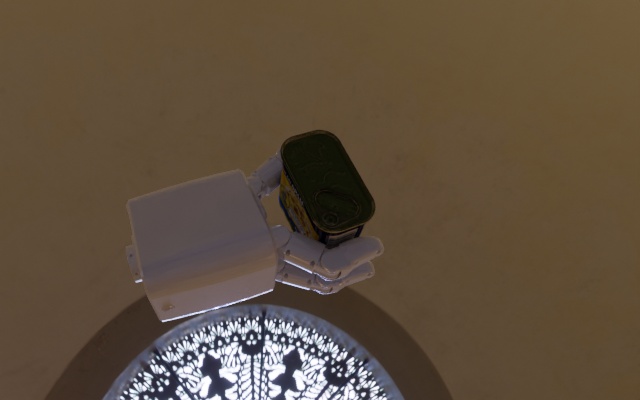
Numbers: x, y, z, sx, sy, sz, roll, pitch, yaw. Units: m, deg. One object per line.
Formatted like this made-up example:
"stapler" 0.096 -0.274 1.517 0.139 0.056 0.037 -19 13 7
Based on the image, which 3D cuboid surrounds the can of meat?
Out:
"can of meat" 0.000 0.002 0.443 0.057 0.102 0.084 -19 -26 -19
